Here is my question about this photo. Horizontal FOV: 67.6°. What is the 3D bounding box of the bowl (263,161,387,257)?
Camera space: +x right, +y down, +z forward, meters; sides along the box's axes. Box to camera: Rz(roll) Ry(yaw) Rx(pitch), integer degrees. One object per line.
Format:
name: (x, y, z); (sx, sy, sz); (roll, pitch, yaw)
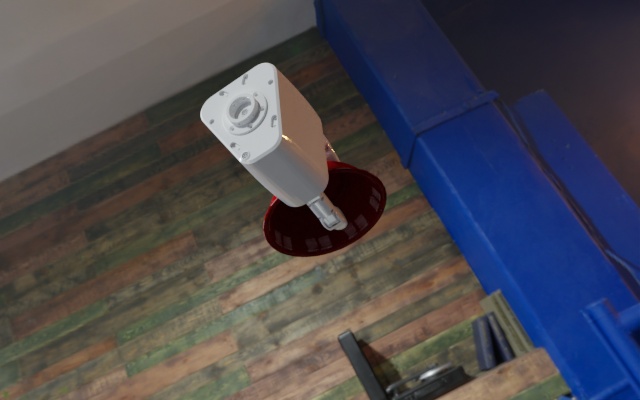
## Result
bowl: (0.000, 0.002, 0.613); (0.162, 0.055, 0.162); (-13, -41, -12)
